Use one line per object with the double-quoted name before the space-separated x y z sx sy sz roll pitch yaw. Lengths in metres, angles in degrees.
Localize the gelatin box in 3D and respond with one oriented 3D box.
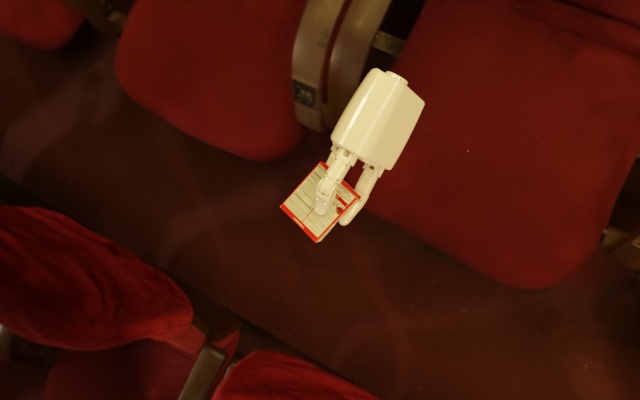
"gelatin box" 0.000 0.002 0.666 0.073 0.089 0.030 44 8 10
